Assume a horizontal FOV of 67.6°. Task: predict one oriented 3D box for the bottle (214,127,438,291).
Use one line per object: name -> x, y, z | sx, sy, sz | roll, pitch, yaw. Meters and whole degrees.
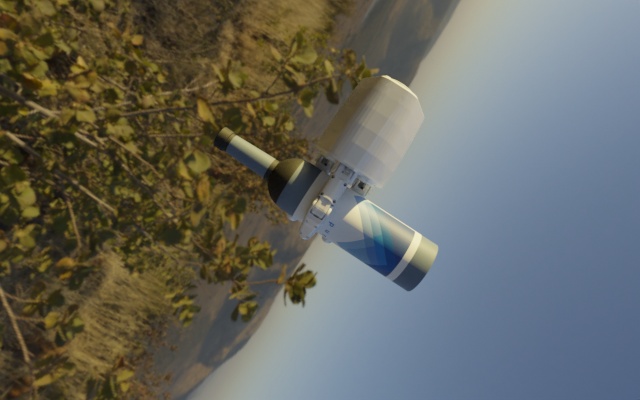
bottle -> 0.000, 0.002, 0.580 | 0.295, 0.069, 0.069 | 33, 1, 1
